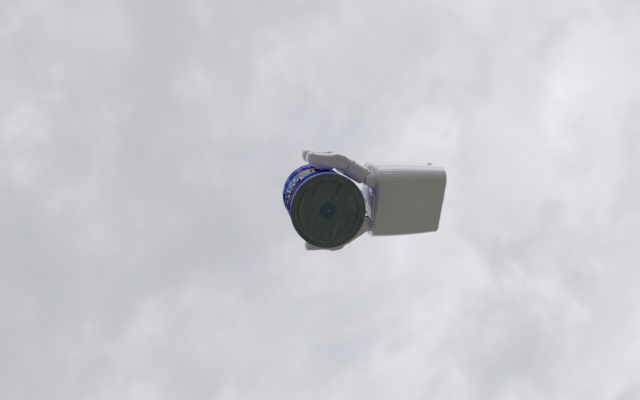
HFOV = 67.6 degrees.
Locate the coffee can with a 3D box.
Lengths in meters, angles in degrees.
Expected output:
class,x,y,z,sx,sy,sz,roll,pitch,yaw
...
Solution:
class,x,y,z,sx,sy,sz,roll,pitch,yaw
coffee can,0.000,0.002,0.704,0.103,0.103,0.140,0,10,-9
